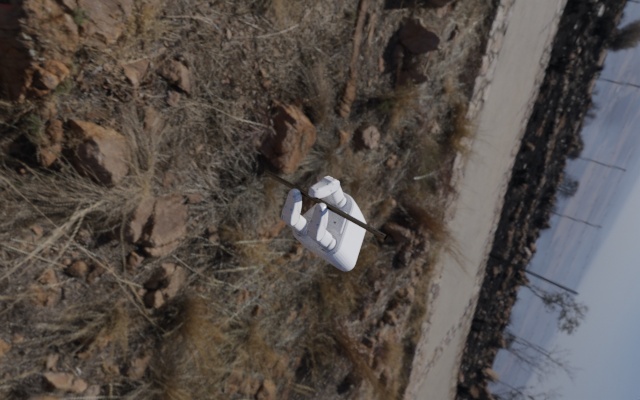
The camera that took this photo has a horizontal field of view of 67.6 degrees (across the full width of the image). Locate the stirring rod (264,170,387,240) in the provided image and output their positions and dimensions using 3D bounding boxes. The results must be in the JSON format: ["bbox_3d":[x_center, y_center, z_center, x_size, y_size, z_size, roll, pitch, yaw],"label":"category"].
[{"bbox_3d":[0.000,0.002,0.731,0.239,0.011,0.011,29,15,30],"label":"stirring rod"}]
